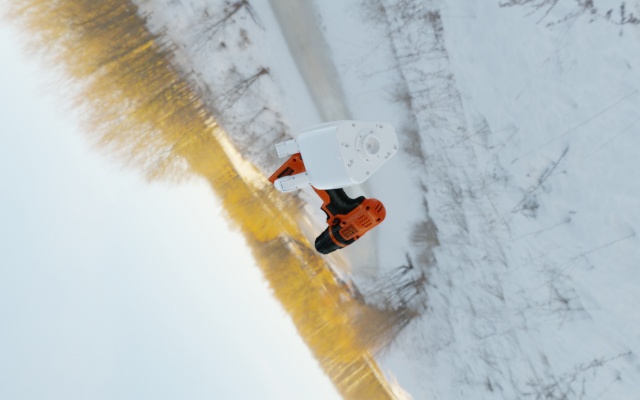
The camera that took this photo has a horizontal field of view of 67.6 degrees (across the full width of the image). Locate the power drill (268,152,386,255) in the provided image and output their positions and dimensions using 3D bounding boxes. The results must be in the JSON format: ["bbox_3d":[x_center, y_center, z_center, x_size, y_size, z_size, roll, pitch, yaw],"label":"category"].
[{"bbox_3d":[0.000,0.002,0.837,0.184,0.187,0.057,-39,10,45],"label":"power drill"}]
